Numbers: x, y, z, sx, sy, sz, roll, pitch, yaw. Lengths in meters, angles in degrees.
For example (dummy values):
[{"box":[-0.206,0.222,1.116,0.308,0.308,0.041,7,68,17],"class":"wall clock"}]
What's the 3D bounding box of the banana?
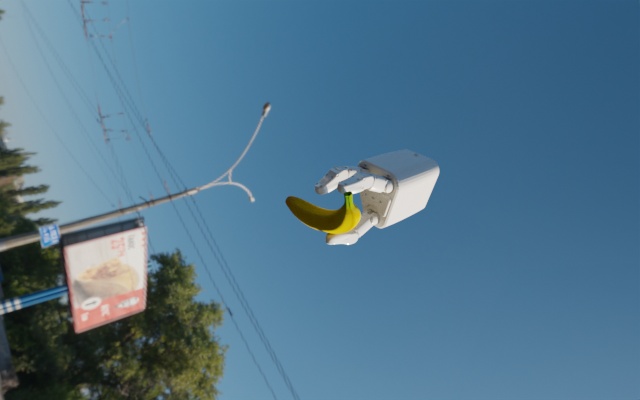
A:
[{"box":[0.008,0.020,0.757,0.037,0.069,0.198,-23,10,-31],"class":"banana"}]
